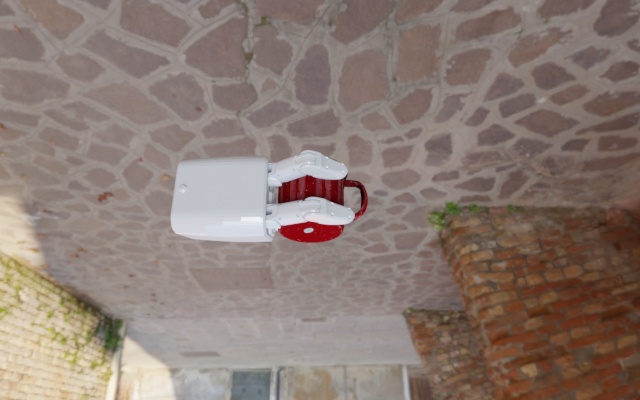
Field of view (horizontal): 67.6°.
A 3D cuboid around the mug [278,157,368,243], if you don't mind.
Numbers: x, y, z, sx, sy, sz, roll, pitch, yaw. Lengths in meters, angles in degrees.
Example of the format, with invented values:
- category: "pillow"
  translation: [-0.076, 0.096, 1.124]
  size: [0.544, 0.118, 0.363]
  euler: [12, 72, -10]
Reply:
- category: "mug"
  translation: [0.002, 0.002, 0.591]
  size: [0.117, 0.081, 0.093]
  euler: [0, -26, 1]
